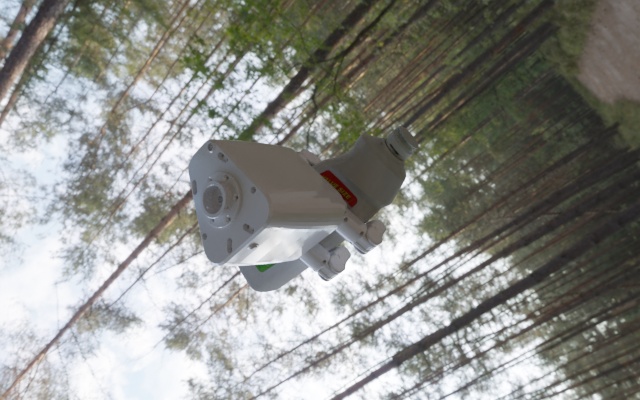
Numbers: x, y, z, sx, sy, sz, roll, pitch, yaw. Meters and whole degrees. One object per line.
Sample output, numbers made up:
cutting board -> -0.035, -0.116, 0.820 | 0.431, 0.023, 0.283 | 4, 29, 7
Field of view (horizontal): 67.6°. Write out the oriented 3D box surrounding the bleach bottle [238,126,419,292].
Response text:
bleach bottle -> 0.000, 0.002, 0.536 | 0.251, 0.102, 0.068 | -41, -23, 28
